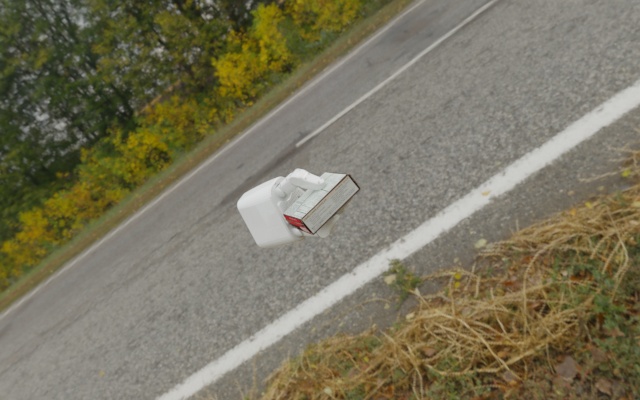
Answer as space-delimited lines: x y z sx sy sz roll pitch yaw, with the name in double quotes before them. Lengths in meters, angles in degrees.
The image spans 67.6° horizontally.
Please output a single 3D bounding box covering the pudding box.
"pudding box" 0.000 0.002 0.788 0.113 0.039 0.090 -46 20 -13
